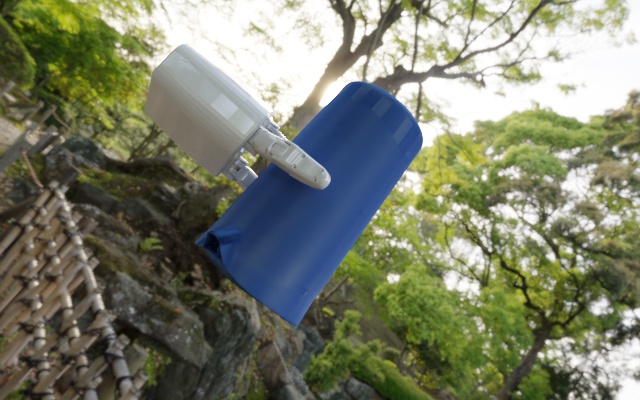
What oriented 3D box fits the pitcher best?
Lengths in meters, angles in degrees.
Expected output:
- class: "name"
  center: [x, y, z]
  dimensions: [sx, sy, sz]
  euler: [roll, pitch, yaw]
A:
- class: "pitcher"
  center: [0.000, 0.002, 0.508]
  dimensions: [0.145, 0.243, 0.149]
  euler: [41, -9, -7]
